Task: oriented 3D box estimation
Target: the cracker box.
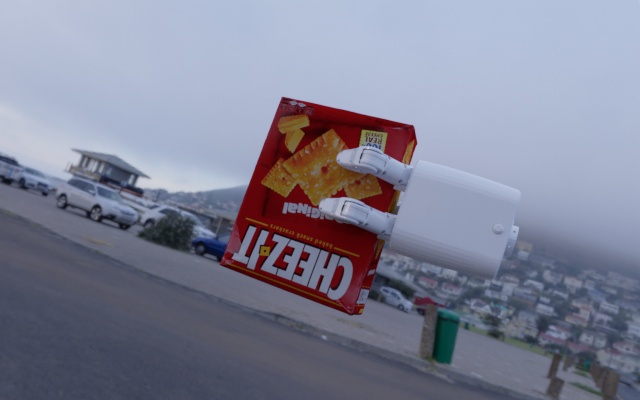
[{"bbox_3d":[0.000,0.002,0.547,0.164,0.213,0.072,17,-7,18],"label":"cracker box"}]
